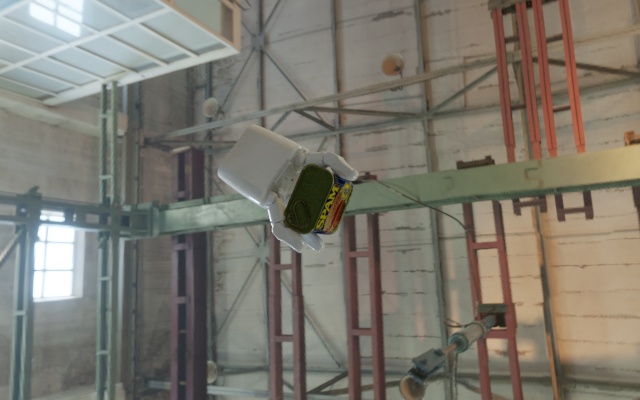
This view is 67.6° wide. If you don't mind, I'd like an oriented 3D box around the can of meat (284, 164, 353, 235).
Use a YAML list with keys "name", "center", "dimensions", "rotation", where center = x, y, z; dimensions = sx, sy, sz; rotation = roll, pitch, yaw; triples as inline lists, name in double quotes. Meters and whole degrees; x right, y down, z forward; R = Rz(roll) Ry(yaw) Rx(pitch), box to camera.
- name: "can of meat"
  center: [0.000, 0.002, 0.729]
  dimensions: [0.057, 0.102, 0.084]
  rotation: [26, 6, 28]
